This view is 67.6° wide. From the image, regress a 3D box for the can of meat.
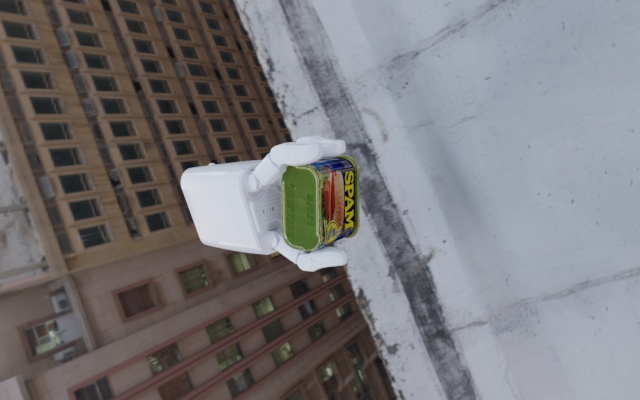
[{"bbox_3d":[0.000,0.002,0.550,0.057,0.102,0.084,6,12,33],"label":"can of meat"}]
